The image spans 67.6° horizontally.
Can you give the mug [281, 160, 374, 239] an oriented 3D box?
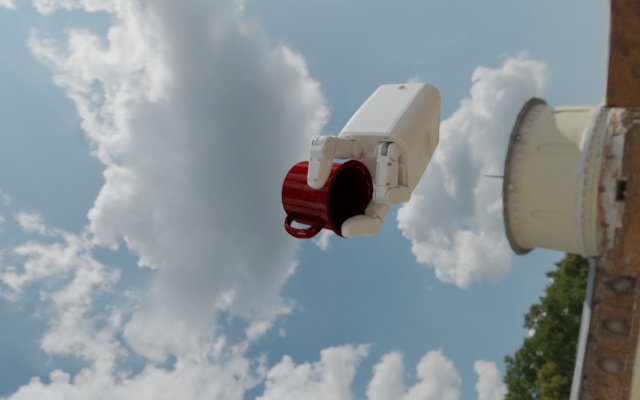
[{"bbox_3d":[-0.001,0.003,0.584,0.081,0.093,0.117,9,50,40],"label":"mug"}]
